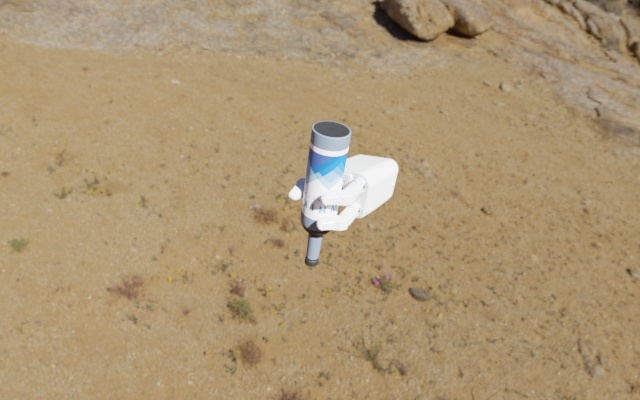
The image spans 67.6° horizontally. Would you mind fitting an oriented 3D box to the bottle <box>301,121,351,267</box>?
[{"bbox_3d":[0.000,0.003,0.878,0.069,0.296,0.069,6,33,-4],"label":"bottle"}]
